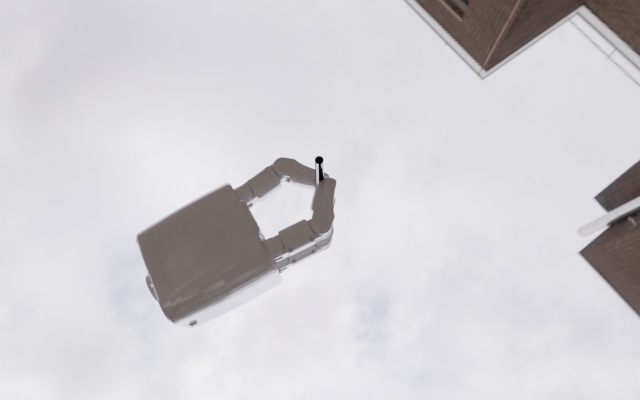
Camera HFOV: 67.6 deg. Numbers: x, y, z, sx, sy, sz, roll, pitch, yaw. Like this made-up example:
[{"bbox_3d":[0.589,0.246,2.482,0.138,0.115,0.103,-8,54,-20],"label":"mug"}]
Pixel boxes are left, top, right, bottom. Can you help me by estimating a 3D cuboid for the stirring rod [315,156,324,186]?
[{"bbox_3d":[0.000,0.002,0.535,0.011,0.011,0.240,0,-18,1],"label":"stirring rod"}]
